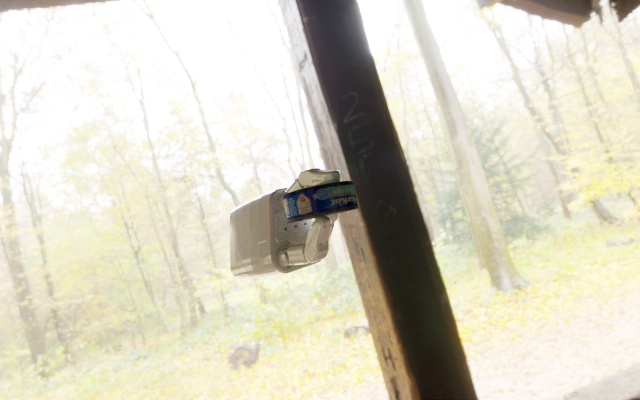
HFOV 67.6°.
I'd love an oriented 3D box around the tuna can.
[{"bbox_3d":[0.000,0.001,0.558,0.086,0.034,0.086,-11,-3,-1],"label":"tuna can"}]
